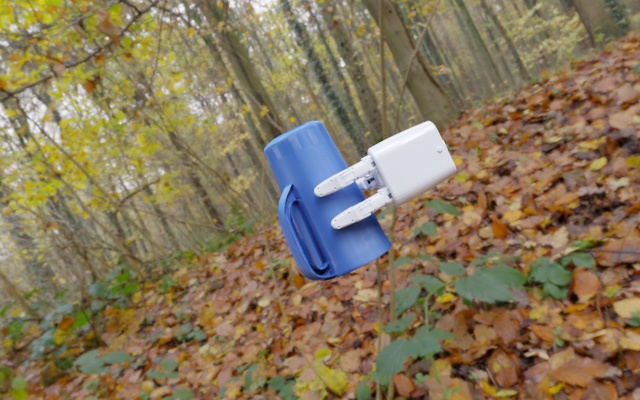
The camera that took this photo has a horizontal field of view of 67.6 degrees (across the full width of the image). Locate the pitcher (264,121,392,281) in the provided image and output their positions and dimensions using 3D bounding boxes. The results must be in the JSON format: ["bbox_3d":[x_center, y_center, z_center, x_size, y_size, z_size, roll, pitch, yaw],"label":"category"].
[{"bbox_3d":[0.000,0.002,0.774,0.145,0.243,0.149,-27,2,2],"label":"pitcher"}]
